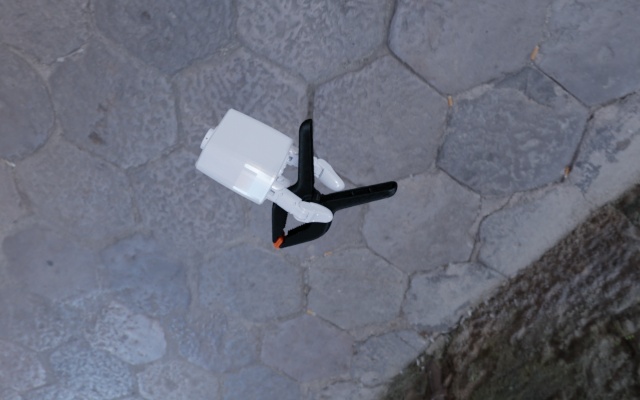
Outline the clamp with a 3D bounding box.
[{"bbox_3d":[0.000,0.003,0.708,0.164,0.210,0.036,30,30,-7],"label":"clamp"}]
